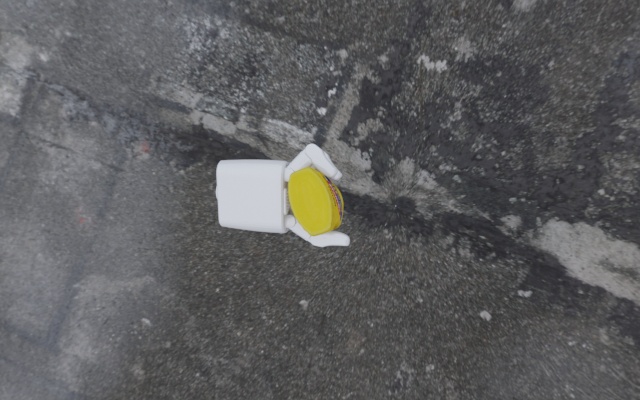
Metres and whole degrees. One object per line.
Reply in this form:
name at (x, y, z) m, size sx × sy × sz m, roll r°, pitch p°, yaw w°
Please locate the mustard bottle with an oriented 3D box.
mustard bottle at (0.000, 0.002, 0.749) m, size 0.058 × 0.096 × 0.191 m, roll -21°, pitch -4°, yaw 8°
